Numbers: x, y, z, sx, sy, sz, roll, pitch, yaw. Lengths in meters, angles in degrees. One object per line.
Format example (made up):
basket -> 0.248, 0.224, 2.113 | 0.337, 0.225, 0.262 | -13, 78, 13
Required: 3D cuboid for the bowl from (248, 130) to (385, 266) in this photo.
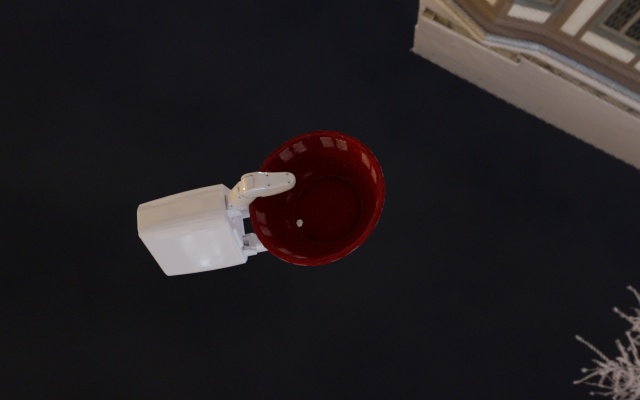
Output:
bowl -> 0.001, 0.002, 0.560 | 0.162, 0.162, 0.055 | 0, -19, 19
